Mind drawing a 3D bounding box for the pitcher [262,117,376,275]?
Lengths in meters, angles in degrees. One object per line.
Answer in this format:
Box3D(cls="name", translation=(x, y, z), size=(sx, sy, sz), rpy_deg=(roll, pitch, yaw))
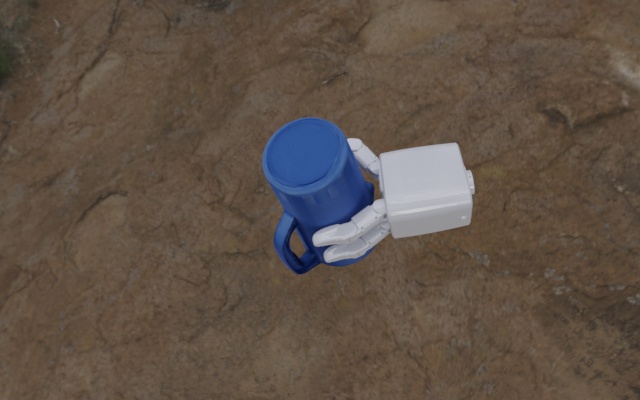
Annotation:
Box3D(cls="pitcher", translation=(0.000, 0.002, 0.665), size=(0.145, 0.149, 0.243), rpy_deg=(-8, -27, 11))
